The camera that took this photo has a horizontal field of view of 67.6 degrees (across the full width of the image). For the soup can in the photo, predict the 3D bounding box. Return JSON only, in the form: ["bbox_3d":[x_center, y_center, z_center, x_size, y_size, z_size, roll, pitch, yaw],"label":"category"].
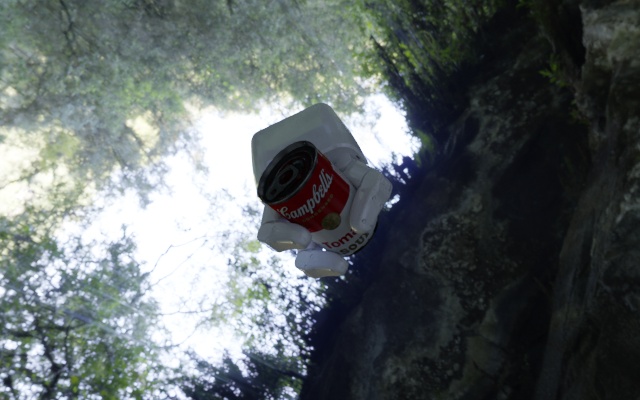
[{"bbox_3d":[0.000,0.002,0.449,0.068,0.068,0.102,0,-33,46],"label":"soup can"}]
